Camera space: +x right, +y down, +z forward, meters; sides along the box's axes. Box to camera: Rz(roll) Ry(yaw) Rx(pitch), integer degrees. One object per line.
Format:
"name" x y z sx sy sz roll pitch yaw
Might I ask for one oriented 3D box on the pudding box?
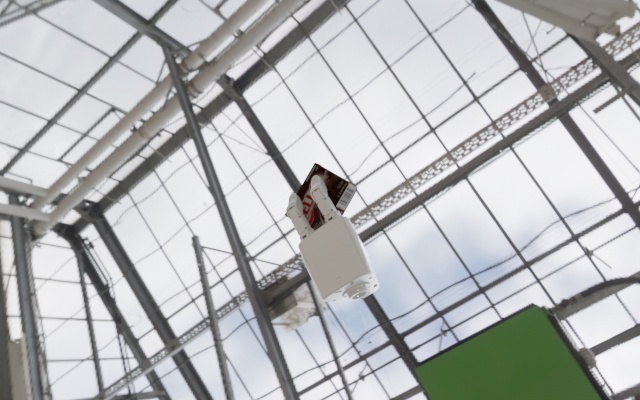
"pudding box" 0.000 0.003 0.837 0.090 0.113 0.039 33 2 37
